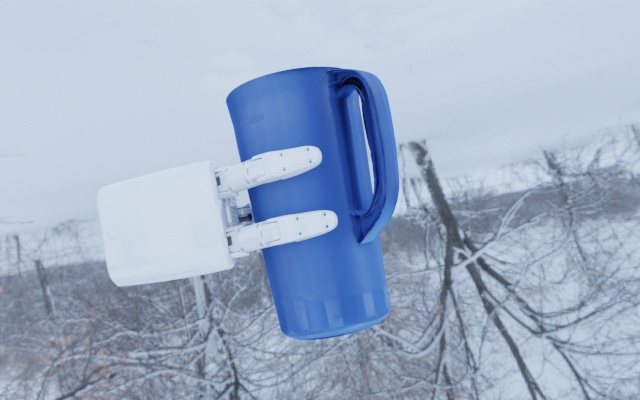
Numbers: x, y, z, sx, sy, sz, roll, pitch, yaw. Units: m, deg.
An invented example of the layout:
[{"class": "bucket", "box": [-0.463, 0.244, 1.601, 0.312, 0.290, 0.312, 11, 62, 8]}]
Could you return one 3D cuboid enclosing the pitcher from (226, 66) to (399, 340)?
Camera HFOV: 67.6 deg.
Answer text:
[{"class": "pitcher", "box": [0.000, 0.002, 0.461, 0.145, 0.243, 0.149, -11, -4, -1]}]
